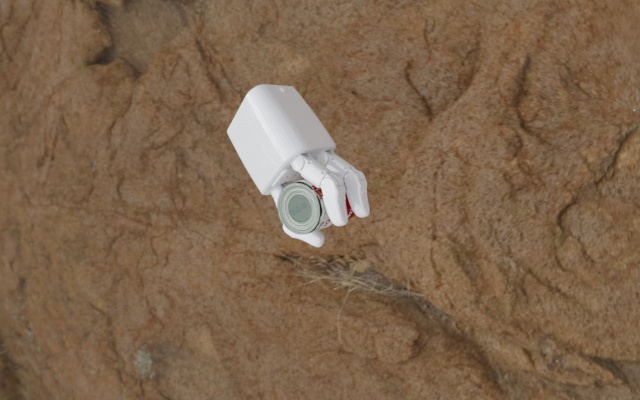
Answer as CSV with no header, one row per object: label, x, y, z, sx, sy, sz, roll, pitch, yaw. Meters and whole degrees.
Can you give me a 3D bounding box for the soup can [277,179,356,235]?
soup can,0.000,0.003,0.622,0.068,0.068,0.102,0,9,33
